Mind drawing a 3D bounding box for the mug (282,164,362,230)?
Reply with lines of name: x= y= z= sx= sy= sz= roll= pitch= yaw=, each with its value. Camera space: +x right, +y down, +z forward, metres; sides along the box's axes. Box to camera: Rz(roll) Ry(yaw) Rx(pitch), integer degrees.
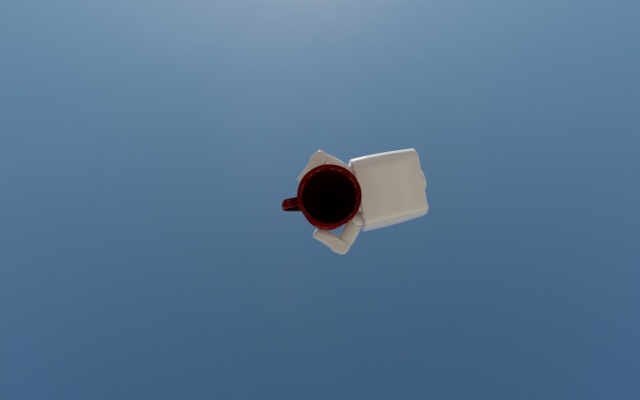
mug: x=-0.001 y=0.003 z=0.720 sx=0.117 sy=0.093 sz=0.081 roll=-10 pitch=-11 yaw=-3
